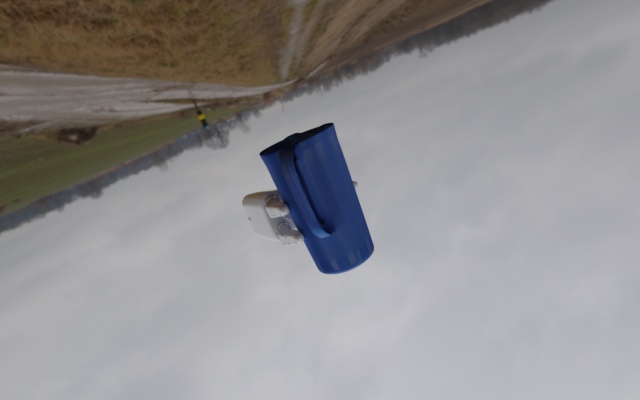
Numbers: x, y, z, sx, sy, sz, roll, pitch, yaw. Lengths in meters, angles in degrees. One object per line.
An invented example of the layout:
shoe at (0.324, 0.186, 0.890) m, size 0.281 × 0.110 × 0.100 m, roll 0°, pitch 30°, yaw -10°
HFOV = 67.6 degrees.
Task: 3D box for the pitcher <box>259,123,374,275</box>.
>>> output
pitcher at (0.000, 0.003, 0.806) m, size 0.149 × 0.243 × 0.145 m, roll -31°, pitch 15°, yaw -29°
